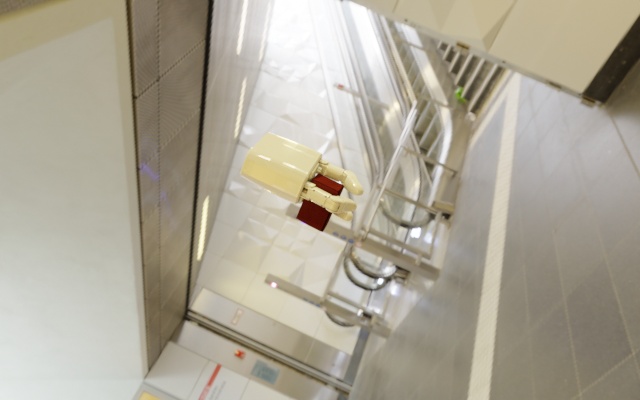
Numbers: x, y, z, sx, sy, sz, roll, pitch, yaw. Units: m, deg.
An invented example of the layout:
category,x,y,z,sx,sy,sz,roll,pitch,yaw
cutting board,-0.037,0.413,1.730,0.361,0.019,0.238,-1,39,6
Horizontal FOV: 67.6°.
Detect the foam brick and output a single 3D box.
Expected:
category,x,y,z,sx,sy,sz,roll,pitch,yaw
foam brick,0.000,0.003,0.810,0.051,0.078,0.053,25,18,4
